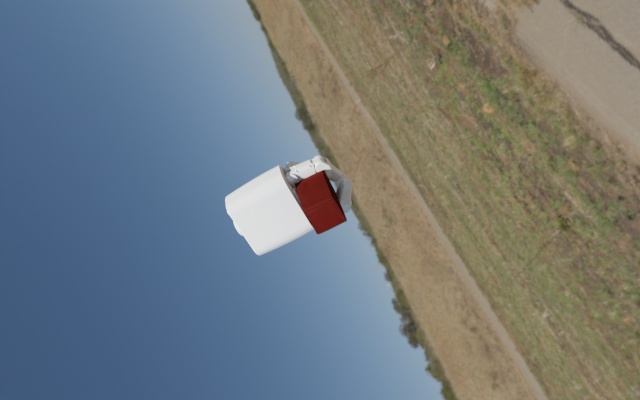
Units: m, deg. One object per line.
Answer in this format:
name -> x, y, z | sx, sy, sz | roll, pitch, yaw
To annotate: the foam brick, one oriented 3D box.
foam brick -> 0.000, 0.002, 0.726 | 0.051, 0.053, 0.078 | -26, 38, 5
